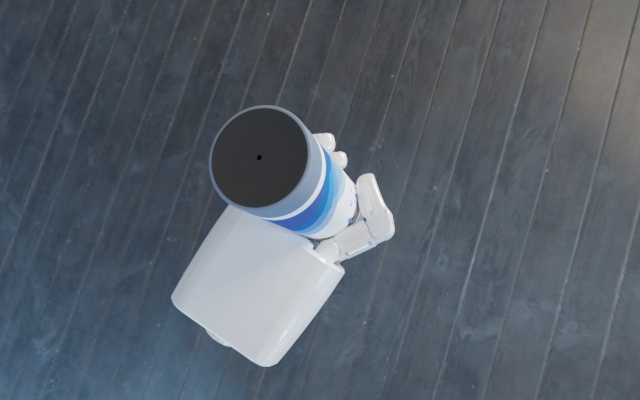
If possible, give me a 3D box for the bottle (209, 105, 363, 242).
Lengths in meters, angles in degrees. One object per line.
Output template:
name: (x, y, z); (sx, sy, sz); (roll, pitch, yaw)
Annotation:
bottle: (0.000, 0.001, 0.425); (0.069, 0.069, 0.296); (0, -11, 15)
